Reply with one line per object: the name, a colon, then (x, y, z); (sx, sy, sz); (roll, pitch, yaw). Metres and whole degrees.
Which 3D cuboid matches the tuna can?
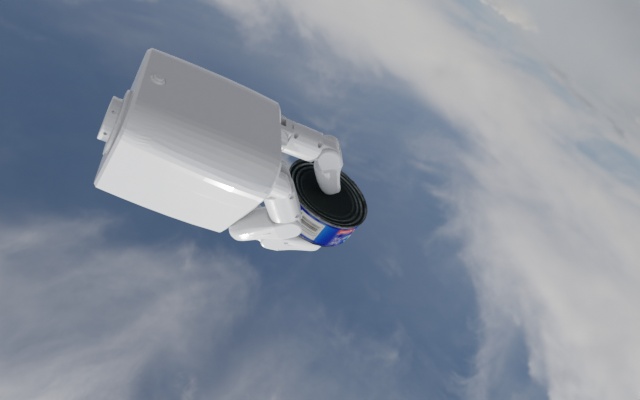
tuna can: (0.000, 0.002, 0.455); (0.086, 0.086, 0.034); (0, -40, -41)
